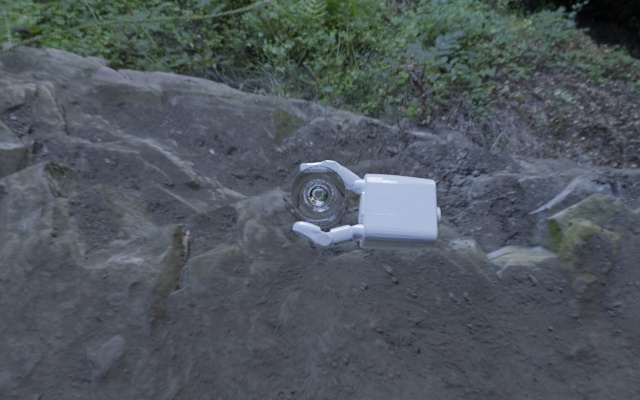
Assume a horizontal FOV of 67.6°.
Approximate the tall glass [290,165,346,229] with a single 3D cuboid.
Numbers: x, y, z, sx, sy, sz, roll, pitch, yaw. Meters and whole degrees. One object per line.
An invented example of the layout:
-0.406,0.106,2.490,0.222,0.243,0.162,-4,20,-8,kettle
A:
0.000,0.002,0.727,0.079,0.079,0.201,0,-7,1,tall glass
